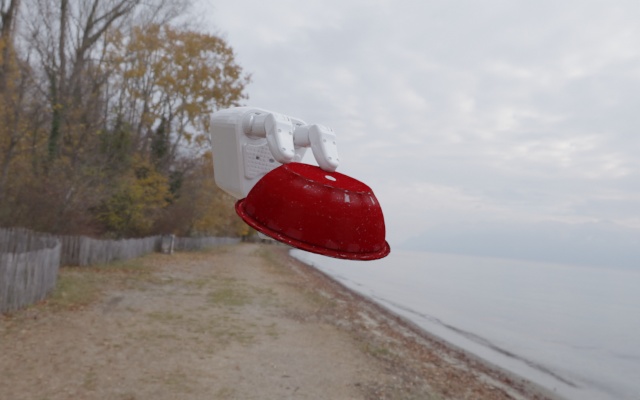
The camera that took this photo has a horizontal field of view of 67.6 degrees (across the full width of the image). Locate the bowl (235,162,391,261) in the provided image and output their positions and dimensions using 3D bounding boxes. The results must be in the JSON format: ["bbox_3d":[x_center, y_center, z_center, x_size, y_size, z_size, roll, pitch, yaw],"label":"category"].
[{"bbox_3d":[0.001,0.002,0.475,0.162,0.055,0.162,16,13,-4],"label":"bowl"}]
